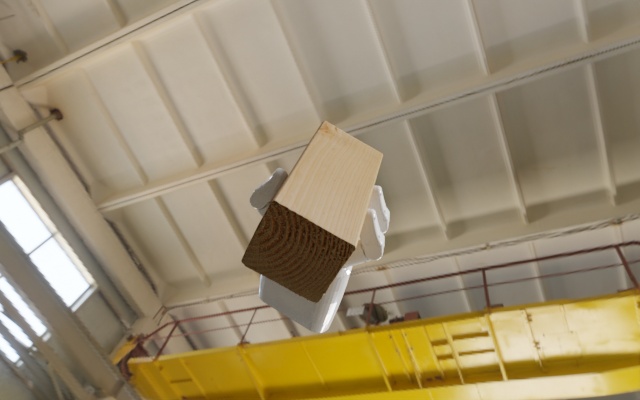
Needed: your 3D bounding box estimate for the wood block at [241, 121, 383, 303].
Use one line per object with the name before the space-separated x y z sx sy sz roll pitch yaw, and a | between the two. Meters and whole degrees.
wood block | 0.000 0.002 0.541 0.091 0.090 0.206 29 33 -3
